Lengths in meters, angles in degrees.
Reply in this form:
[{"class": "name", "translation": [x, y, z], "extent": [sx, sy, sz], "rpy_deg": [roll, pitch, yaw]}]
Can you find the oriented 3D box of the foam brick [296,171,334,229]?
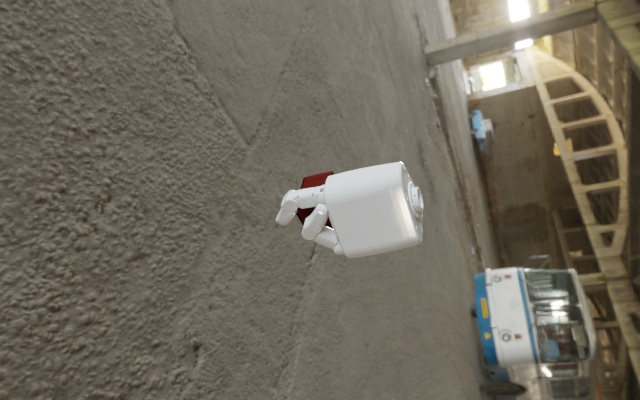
[{"class": "foam brick", "translation": [0.000, 0.002, 0.718], "extent": [0.051, 0.053, 0.078], "rpy_deg": [-14, 37, 23]}]
